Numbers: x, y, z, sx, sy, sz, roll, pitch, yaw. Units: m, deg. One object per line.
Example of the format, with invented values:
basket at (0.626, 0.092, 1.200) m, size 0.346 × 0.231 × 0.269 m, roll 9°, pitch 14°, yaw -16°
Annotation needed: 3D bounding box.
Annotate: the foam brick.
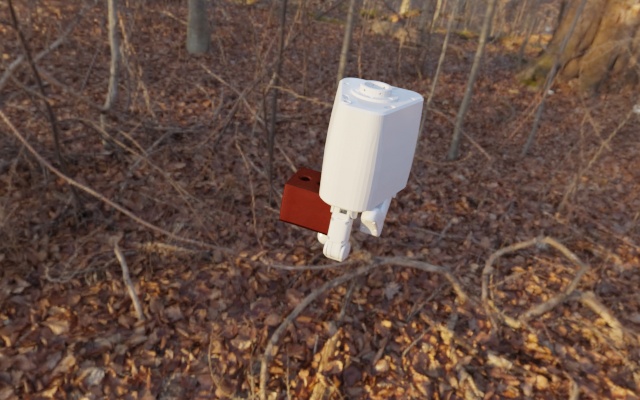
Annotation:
foam brick at (0.000, 0.002, 0.548) m, size 0.078 × 0.051 × 0.053 m, roll 17°, pitch 31°, yaw 14°
